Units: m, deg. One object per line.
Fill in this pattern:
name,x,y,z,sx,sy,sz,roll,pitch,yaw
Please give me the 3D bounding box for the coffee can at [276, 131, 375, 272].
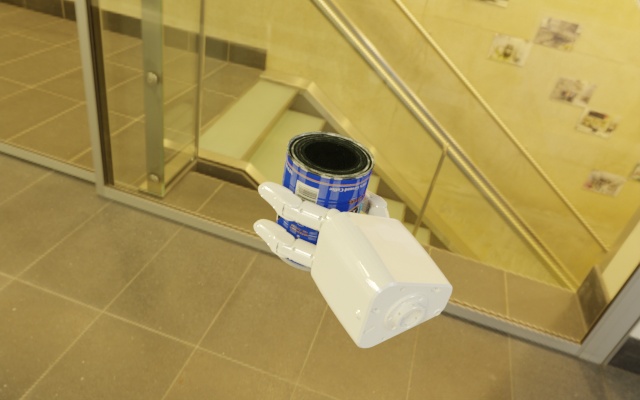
coffee can,0.000,0.002,0.582,0.103,0.140,0.102,8,34,-6
